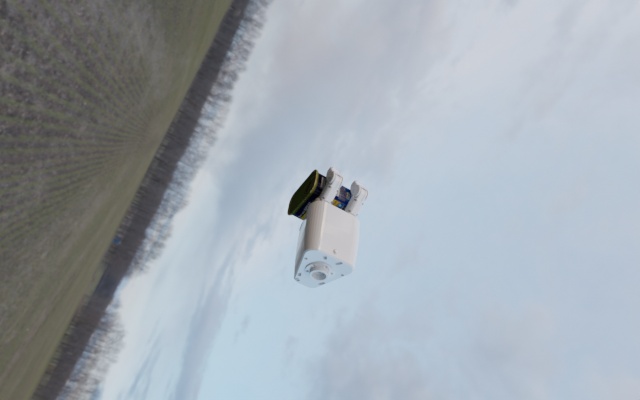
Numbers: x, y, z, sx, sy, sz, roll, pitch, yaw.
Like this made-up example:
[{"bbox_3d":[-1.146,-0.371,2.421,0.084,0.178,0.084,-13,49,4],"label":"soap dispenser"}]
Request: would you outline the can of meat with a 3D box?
[{"bbox_3d":[0.000,0.003,0.891,0.084,0.057,0.102,27,-50,-19],"label":"can of meat"}]
